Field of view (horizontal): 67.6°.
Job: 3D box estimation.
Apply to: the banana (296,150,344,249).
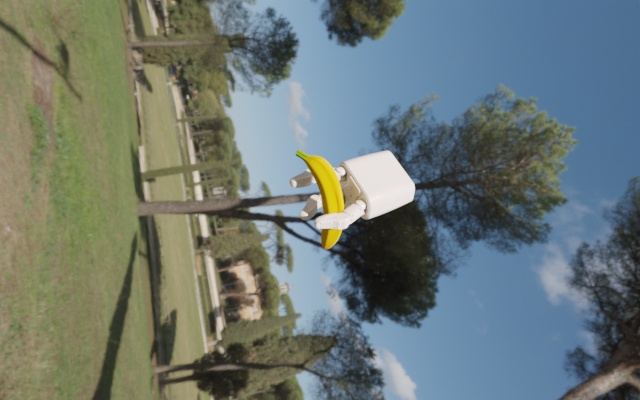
[{"bbox_3d":[0.012,0.002,0.845,0.037,0.198,0.069,-29,25,-34],"label":"banana"}]
